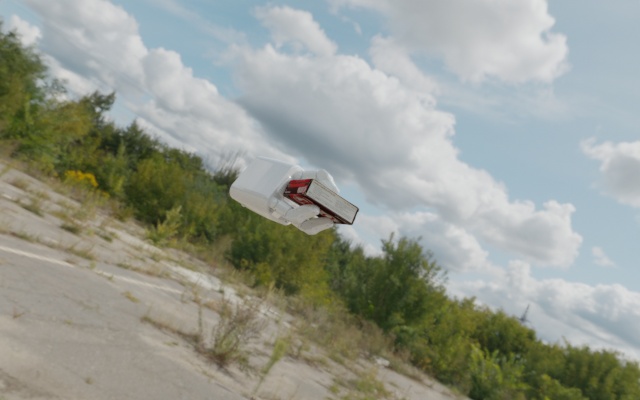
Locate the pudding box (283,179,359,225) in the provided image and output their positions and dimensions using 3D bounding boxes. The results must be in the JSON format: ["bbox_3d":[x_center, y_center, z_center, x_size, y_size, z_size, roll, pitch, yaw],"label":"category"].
[{"bbox_3d":[0.000,0.003,0.862,0.113,0.039,0.090,30,-13,-25],"label":"pudding box"}]
